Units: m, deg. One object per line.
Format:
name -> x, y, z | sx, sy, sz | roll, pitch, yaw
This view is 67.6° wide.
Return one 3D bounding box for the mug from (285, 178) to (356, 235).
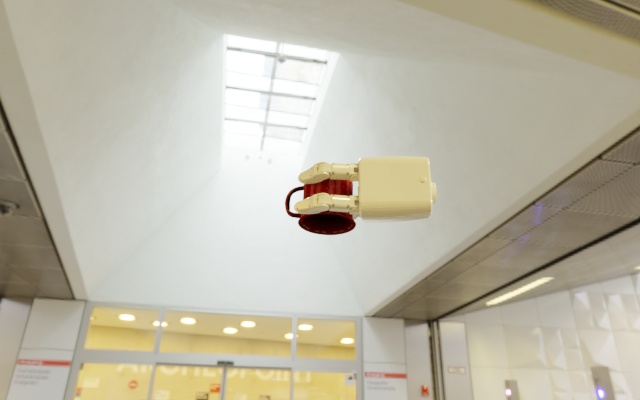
mug -> -0.001, 0.002, 0.780 | 0.117, 0.081, 0.093 | -1, -25, 7
